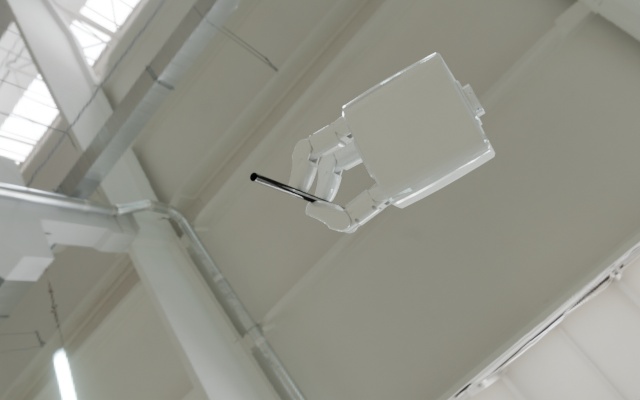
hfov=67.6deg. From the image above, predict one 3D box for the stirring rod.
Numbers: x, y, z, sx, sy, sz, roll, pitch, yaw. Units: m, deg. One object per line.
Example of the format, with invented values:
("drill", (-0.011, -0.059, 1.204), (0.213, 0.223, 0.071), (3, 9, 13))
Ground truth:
("stirring rod", (0.000, 0.002, 0.525), (0.011, 0.011, 0.239), (0, -11, 30))
